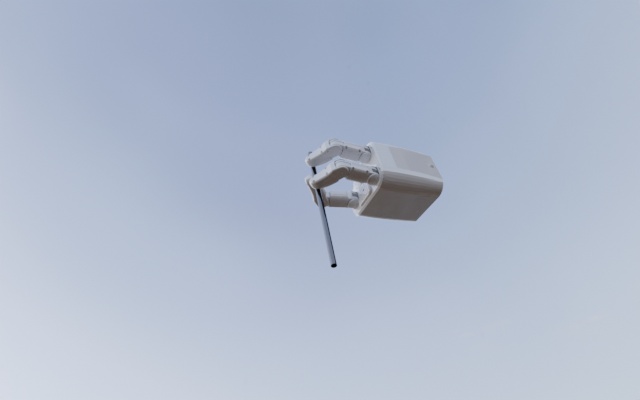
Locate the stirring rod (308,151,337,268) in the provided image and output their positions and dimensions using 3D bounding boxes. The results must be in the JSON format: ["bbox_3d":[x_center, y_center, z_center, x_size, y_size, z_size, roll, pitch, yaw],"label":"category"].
[{"bbox_3d":[0.000,0.002,0.671,0.011,0.011,0.239,0,40,-10],"label":"stirring rod"}]
